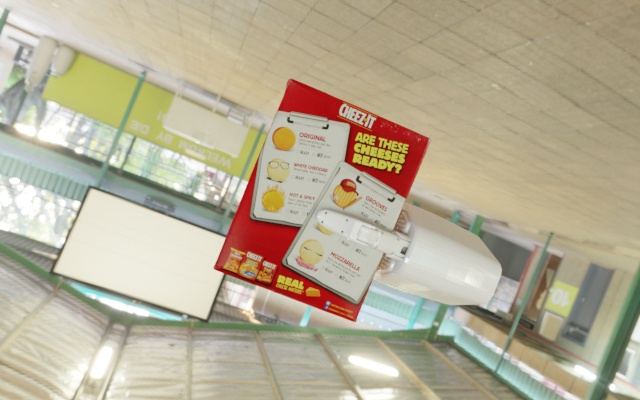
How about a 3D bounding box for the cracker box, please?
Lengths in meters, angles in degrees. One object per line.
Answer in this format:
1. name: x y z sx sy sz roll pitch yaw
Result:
1. cracker box: 0.000 0.002 0.527 0.164 0.213 0.072 22 0 -8
